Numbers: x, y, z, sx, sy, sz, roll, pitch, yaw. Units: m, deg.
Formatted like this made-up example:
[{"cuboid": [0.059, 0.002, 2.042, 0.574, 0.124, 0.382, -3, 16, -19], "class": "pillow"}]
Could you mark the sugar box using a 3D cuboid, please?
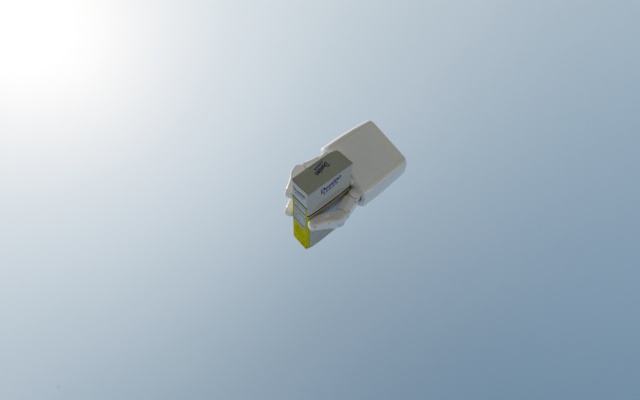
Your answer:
[{"cuboid": [0.000, 0.002, 0.781, 0.093, 0.048, 0.176, -36, -27, -23], "class": "sugar box"}]
